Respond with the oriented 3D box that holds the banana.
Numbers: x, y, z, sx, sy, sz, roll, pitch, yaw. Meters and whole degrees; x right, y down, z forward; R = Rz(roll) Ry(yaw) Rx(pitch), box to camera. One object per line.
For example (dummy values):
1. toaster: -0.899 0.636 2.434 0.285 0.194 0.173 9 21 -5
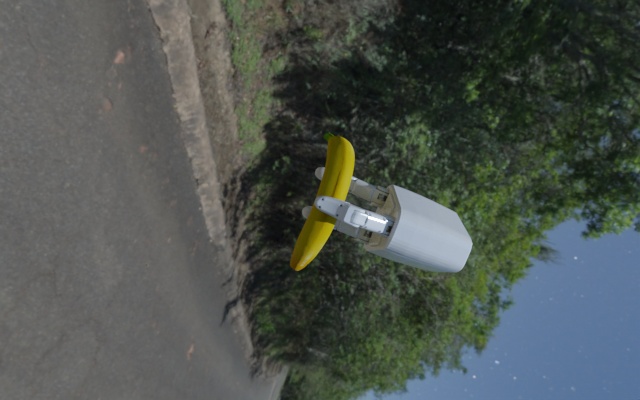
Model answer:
1. banana: 0.008 -0.005 0.613 0.037 0.197 0.069 22 -19 -17
